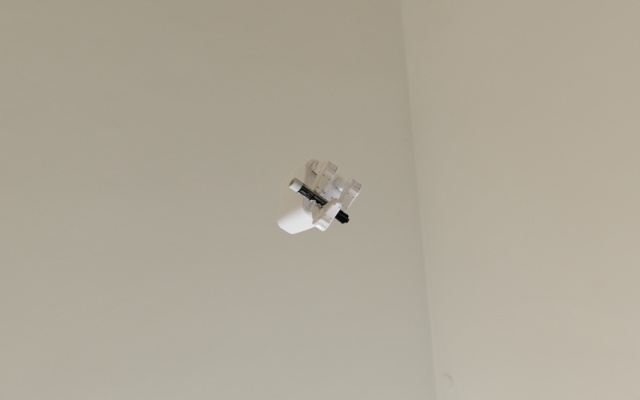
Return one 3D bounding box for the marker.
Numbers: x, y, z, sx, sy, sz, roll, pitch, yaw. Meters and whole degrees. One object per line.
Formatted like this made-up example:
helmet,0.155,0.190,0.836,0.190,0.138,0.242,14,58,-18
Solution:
marker,0.000,0.003,0.796,0.121,0.020,0.020,35,-13,-20
